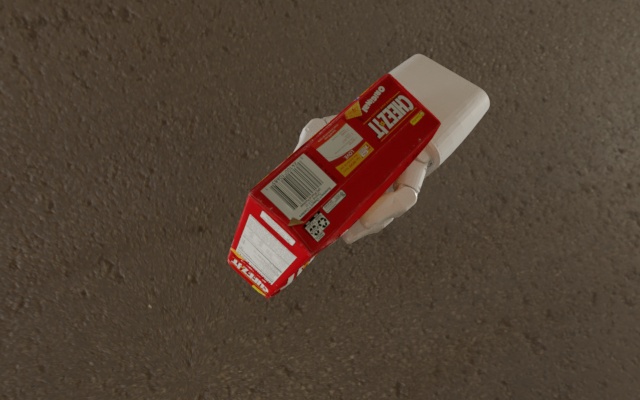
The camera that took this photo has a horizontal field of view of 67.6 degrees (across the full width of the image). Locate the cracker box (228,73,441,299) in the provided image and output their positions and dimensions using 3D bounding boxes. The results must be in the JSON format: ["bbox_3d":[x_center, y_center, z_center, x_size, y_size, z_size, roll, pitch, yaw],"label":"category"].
[{"bbox_3d":[0.000,0.001,0.454,0.164,0.072,0.214,-44,-4,-24],"label":"cracker box"}]
